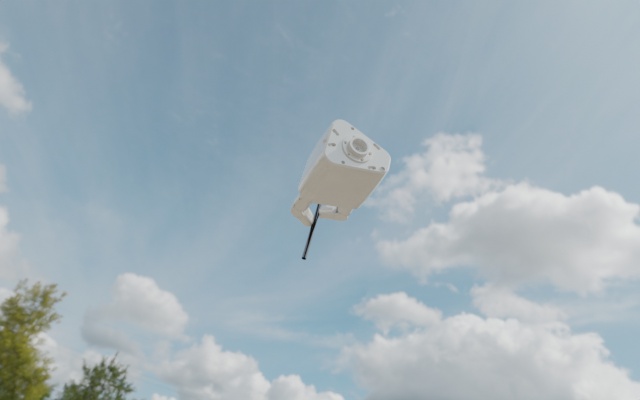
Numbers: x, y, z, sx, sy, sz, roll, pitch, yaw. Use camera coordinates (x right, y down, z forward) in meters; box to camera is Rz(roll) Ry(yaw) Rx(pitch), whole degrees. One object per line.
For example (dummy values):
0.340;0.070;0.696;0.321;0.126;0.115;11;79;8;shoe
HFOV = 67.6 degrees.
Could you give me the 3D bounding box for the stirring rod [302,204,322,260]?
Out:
0.000;0.003;0.859;0.011;0.239;0.011;11;-36;8;stirring rod
